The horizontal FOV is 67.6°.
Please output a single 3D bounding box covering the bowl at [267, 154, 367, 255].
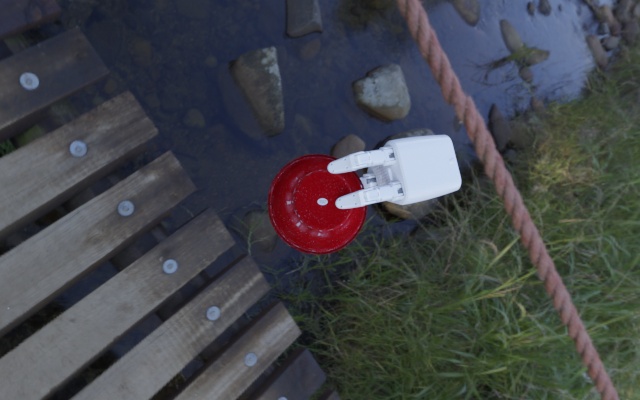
[{"bbox_3d":[-0.001,0.003,0.735,0.162,0.162,0.055,0,-6,-9],"label":"bowl"}]
